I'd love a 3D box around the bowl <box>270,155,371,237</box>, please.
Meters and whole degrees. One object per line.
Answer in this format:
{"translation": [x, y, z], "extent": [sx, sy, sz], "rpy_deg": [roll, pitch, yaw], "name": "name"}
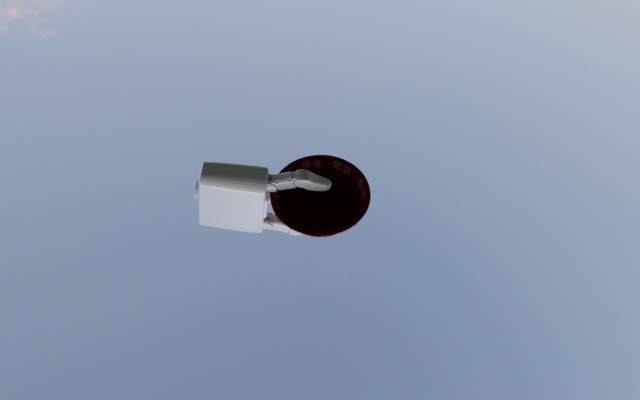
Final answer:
{"translation": [0.001, 0.003, 0.784], "extent": [0.162, 0.162, 0.055], "rpy_deg": [0, -36, 1], "name": "bowl"}
